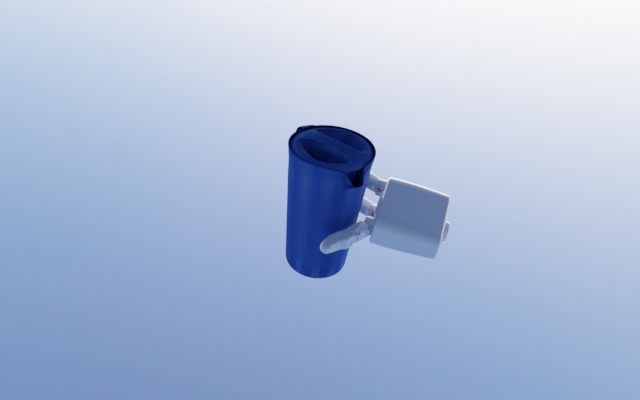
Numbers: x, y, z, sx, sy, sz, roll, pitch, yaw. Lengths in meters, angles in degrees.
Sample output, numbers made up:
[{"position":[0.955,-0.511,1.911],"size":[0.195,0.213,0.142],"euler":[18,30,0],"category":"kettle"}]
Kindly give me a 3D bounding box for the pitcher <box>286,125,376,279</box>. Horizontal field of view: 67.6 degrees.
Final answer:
[{"position":[0.000,0.003,0.789],"size":[0.145,0.243,0.149],"euler":[15,37,9],"category":"pitcher"}]
